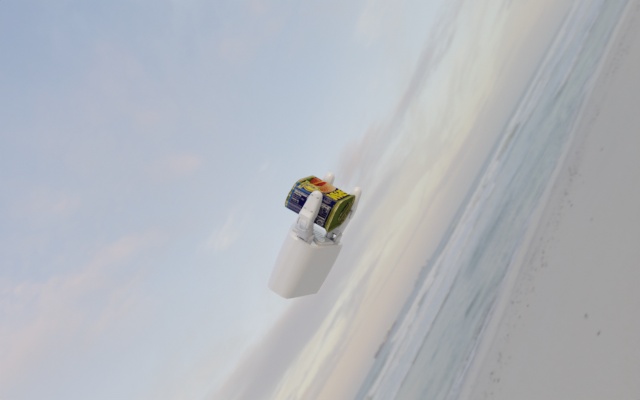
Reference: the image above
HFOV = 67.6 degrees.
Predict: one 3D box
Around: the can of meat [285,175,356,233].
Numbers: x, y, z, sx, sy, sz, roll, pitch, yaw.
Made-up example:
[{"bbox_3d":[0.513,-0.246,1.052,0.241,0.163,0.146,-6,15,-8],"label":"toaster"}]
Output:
[{"bbox_3d":[0.000,0.002,0.789,0.084,0.057,0.102,28,18,15],"label":"can of meat"}]
